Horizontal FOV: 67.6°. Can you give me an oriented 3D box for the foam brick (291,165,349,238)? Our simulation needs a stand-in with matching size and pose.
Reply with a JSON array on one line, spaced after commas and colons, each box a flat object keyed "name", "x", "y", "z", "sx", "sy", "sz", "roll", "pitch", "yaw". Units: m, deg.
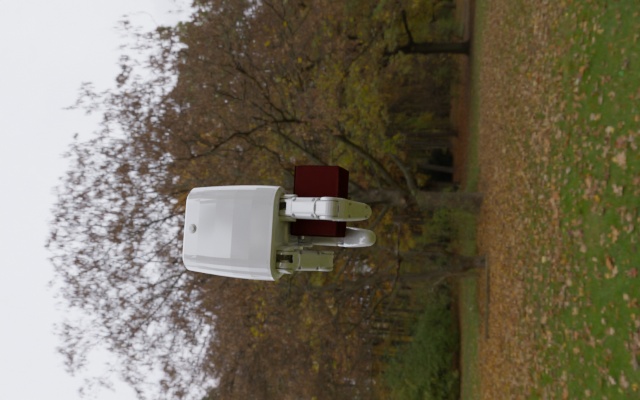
[{"name": "foam brick", "x": 0.000, "y": 0.001, "z": 0.529, "sx": 0.051, "sy": 0.078, "sz": 0.053, "roll": 2, "pitch": -4, "yaw": 15}]
